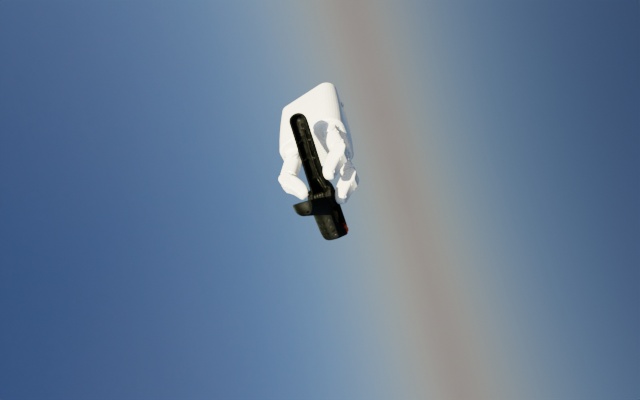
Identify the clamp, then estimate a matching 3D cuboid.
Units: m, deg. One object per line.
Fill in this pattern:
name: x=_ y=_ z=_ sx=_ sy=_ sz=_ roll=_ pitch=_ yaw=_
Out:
clamp: x=-0.001 y=0.003 z=0.679 sx=0.036 sy=0.164 sz=0.210 roll=-13 pitch=-44 yaw=13
